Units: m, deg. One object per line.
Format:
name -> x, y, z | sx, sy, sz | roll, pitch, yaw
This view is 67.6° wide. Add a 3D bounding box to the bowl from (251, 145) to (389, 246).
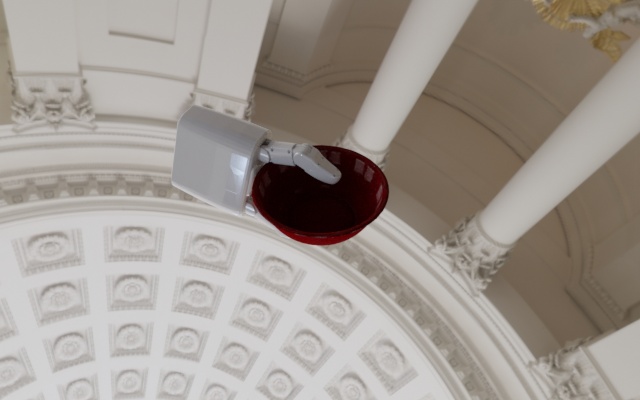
bowl -> 0.001, 0.003, 0.578 | 0.162, 0.055, 0.162 | 0, 43, 0
